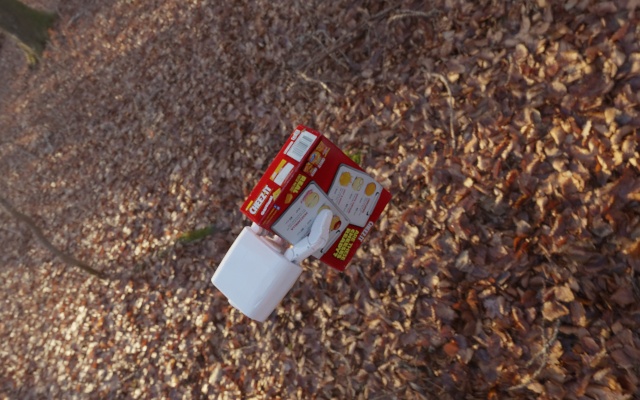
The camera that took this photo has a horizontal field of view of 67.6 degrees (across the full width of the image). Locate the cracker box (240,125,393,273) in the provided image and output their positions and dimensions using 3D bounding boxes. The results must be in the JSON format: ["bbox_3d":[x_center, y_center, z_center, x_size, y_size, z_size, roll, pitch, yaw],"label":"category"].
[{"bbox_3d":[0.000,0.003,0.776,0.214,0.164,0.072,35,-2,-44],"label":"cracker box"}]
